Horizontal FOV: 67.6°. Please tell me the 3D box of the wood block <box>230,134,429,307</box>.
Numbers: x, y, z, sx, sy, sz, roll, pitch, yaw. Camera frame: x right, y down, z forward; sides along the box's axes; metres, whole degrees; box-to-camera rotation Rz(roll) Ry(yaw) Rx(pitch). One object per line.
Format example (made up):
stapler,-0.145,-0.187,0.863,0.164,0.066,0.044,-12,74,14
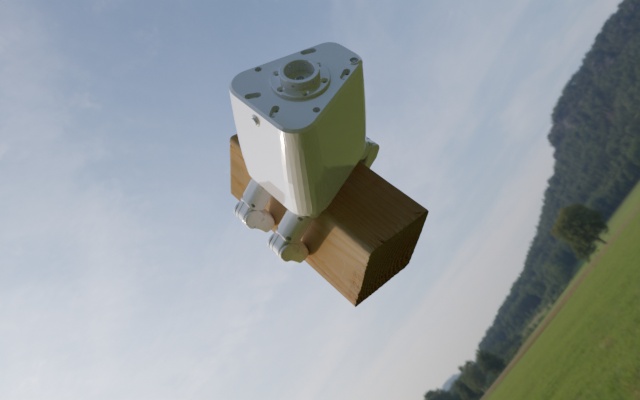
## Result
wood block,0.000,0.001,0.518,0.091,0.090,0.206,-30,56,-33
